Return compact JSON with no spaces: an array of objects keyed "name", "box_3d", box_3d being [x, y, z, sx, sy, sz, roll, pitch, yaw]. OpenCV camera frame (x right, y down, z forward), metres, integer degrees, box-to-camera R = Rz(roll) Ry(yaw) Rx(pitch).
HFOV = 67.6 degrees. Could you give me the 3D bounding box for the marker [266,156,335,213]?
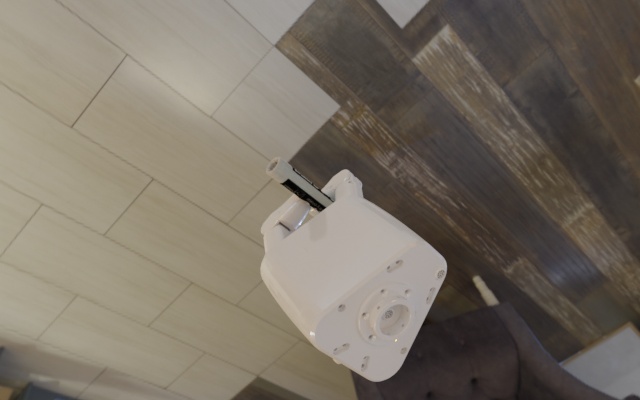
[{"name":"marker","box_3d":[0.000,0.001,0.444,0.121,0.020,0.020,38,-21,-29]}]
